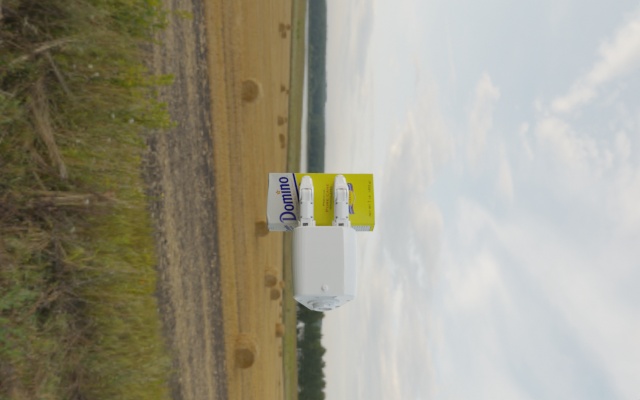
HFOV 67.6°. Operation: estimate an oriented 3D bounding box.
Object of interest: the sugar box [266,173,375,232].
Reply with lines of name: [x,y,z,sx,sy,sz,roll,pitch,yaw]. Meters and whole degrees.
sugar box: [0.000,0.003,0.794,0.176,0.093,0.048,0,-21,-2]
